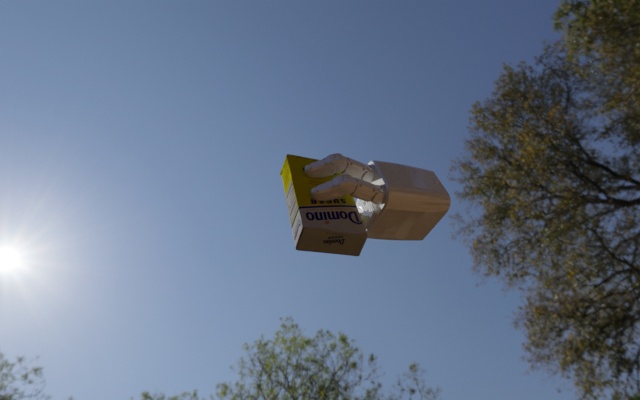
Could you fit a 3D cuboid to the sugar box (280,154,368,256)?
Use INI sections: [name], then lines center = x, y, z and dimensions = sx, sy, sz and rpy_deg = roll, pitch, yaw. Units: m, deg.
[sugar box]
center = 0.000, 0.002, 0.685
dimensions = 0.093, 0.048, 0.176
rpy_deg = 7, 33, -19
